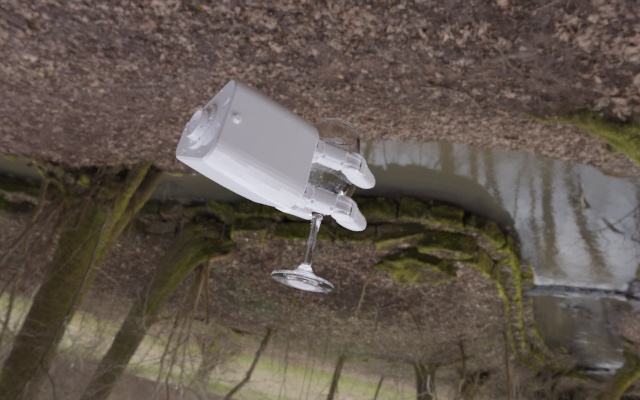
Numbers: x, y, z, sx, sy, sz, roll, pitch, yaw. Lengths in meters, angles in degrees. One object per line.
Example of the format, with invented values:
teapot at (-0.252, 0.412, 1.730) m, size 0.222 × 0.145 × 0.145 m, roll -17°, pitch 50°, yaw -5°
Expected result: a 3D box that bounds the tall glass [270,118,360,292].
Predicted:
tall glass at (0.000, 0.003, 0.572) m, size 0.079 × 0.201 × 0.079 m, roll 11°, pitch -22°, yaw 5°
